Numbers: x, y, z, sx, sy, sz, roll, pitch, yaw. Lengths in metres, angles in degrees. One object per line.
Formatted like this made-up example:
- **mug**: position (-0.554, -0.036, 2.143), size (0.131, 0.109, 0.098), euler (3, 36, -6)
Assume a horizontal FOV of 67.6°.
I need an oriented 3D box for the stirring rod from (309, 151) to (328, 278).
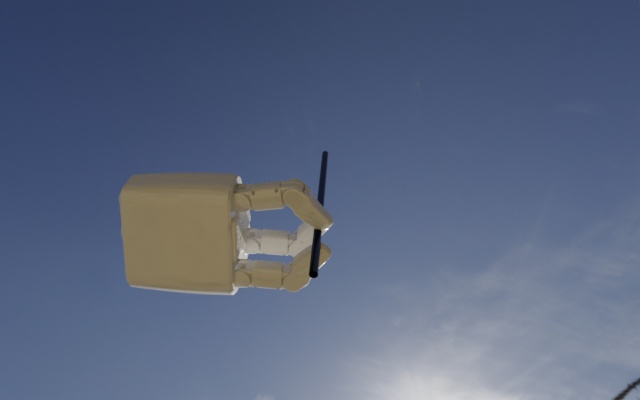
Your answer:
- **stirring rod**: position (0.000, 0.002, 0.511), size (0.011, 0.011, 0.239), euler (0, 31, 3)
